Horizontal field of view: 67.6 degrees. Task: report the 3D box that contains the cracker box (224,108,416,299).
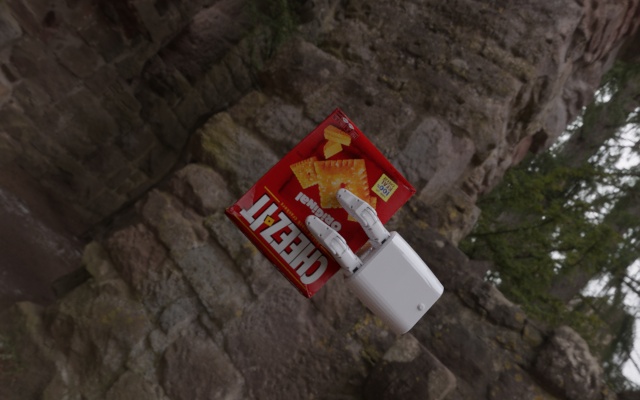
[{"bbox_3d":[0.000,0.002,0.666,0.213,0.164,0.072,-44,5,-11],"label":"cracker box"}]
